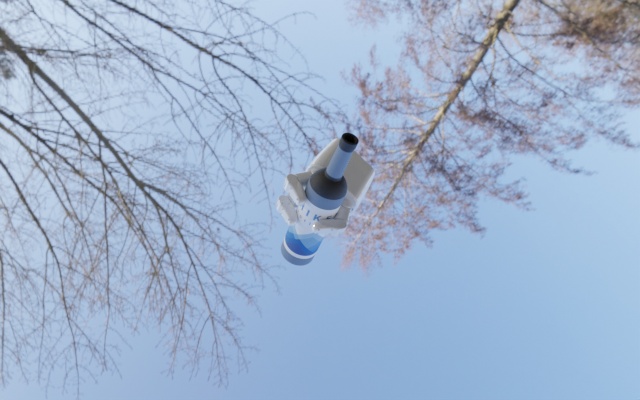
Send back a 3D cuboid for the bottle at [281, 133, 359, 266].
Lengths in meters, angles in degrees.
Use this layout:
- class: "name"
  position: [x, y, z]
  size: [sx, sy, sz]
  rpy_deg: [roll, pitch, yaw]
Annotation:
- class: "bottle"
  position: [0.000, 0.003, 0.815]
  size: [0.069, 0.069, 0.296]
  rpy_deg: [0, -40, -23]
